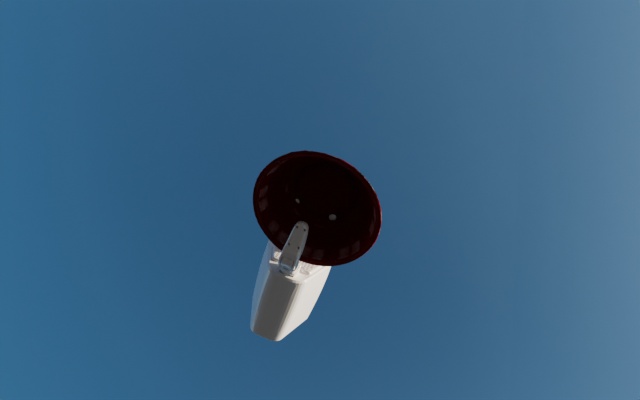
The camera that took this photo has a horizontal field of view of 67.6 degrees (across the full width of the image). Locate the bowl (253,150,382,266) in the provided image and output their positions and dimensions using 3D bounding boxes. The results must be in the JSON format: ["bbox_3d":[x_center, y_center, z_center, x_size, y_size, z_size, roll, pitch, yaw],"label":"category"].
[{"bbox_3d":[0.001,0.001,0.596,0.162,0.162,0.055,0,30,18],"label":"bowl"}]
